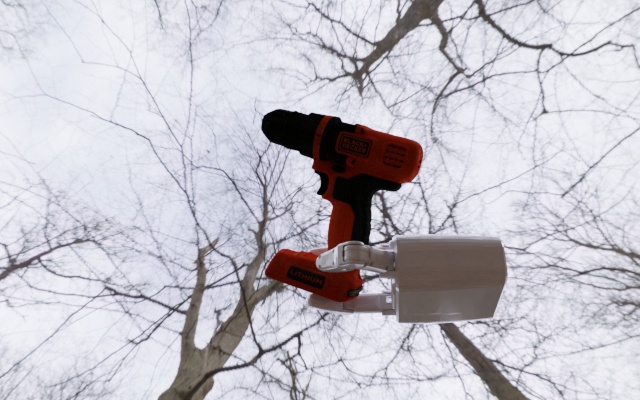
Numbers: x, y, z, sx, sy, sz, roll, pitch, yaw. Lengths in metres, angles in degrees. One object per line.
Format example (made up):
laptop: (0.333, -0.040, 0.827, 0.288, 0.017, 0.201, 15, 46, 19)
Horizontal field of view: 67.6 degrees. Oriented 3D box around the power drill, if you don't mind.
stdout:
power drill: (0.000, 0.002, 0.519, 0.184, 0.187, 0.057, 17, 5, 19)
